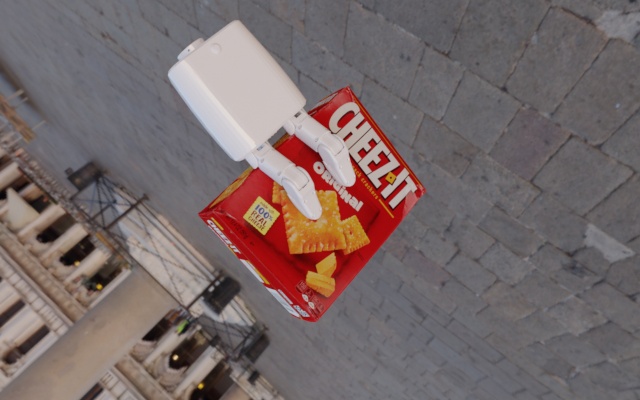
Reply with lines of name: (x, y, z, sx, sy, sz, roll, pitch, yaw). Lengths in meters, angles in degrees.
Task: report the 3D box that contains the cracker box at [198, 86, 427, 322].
cracker box: (0.000, 0.002, 0.539, 0.213, 0.164, 0.072, -46, 17, -22)
